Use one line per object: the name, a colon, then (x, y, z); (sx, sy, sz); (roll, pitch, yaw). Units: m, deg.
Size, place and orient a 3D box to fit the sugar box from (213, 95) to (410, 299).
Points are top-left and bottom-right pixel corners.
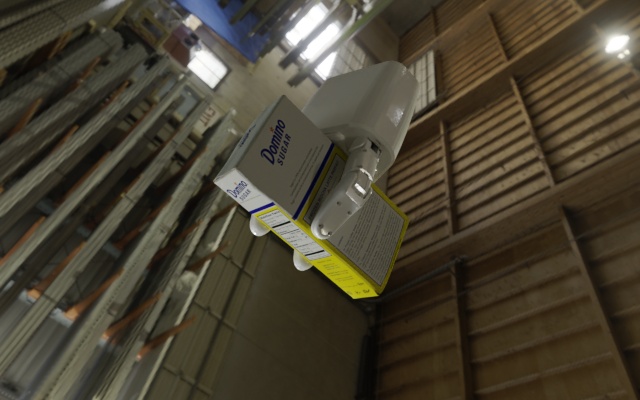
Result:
sugar box: (0.000, 0.002, 0.429); (0.176, 0.093, 0.048); (42, -37, -20)
